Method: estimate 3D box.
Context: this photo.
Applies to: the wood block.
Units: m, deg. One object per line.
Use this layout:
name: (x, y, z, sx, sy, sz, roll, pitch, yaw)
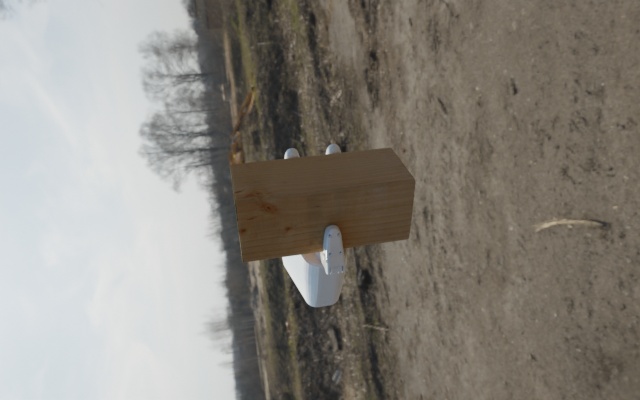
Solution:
wood block: (0.000, 0.002, 0.586, 0.206, 0.090, 0.090, -7, 34, -10)
